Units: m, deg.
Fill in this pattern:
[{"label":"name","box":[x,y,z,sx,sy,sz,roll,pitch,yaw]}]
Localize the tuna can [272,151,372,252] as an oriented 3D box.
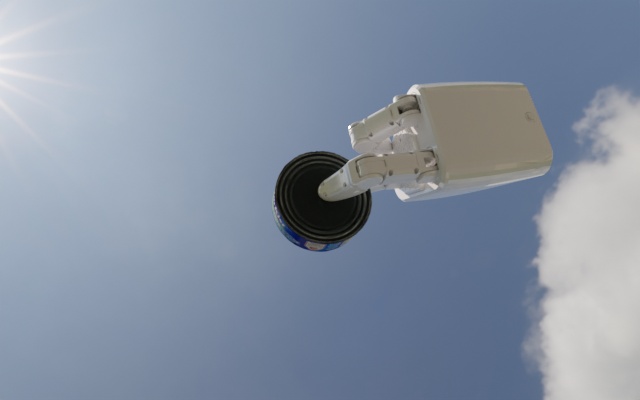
[{"label":"tuna can","box":[0.000,0.002,0.425,0.086,0.086,0.034,0,-21,-13]}]
